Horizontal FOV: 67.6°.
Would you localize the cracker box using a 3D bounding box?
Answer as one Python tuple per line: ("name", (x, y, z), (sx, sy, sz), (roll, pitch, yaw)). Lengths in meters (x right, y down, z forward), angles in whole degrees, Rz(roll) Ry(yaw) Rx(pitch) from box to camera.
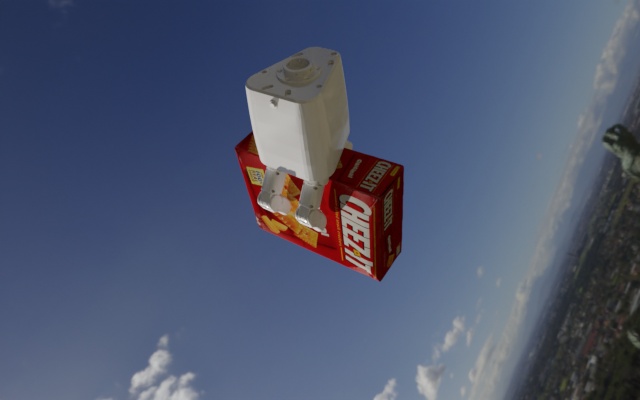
("cracker box", (0.000, 0.002, 0.643), (0.213, 0.164, 0.072), (21, 52, 26))
